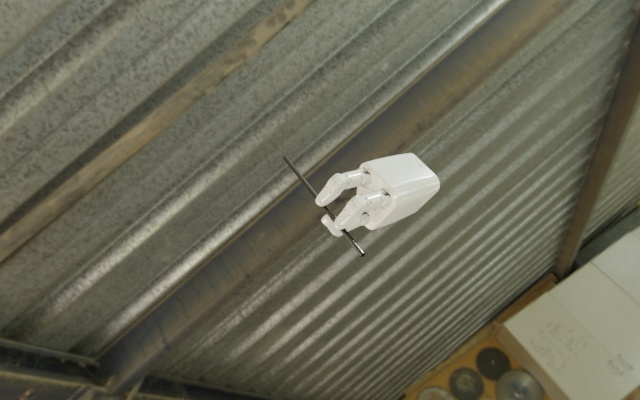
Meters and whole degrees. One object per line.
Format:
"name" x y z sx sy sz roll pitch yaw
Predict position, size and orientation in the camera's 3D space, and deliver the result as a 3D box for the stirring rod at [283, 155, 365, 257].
"stirring rod" 0.000 0.003 0.775 0.011 0.011 0.239 0 41 -44
